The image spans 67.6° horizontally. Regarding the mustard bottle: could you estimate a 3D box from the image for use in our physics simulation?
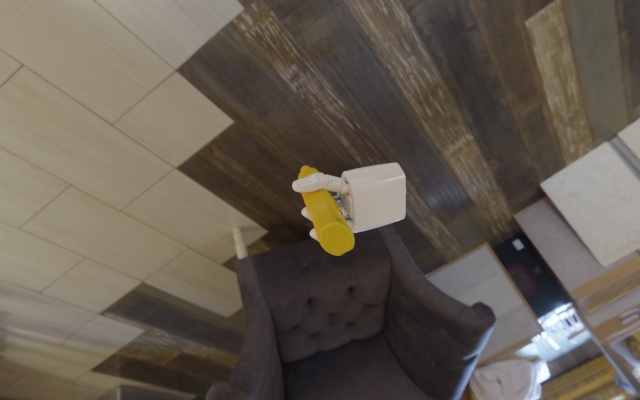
[{"bbox_3d":[0.000,0.003,0.866,0.058,0.191,0.096,-29,-42,6],"label":"mustard bottle"}]
